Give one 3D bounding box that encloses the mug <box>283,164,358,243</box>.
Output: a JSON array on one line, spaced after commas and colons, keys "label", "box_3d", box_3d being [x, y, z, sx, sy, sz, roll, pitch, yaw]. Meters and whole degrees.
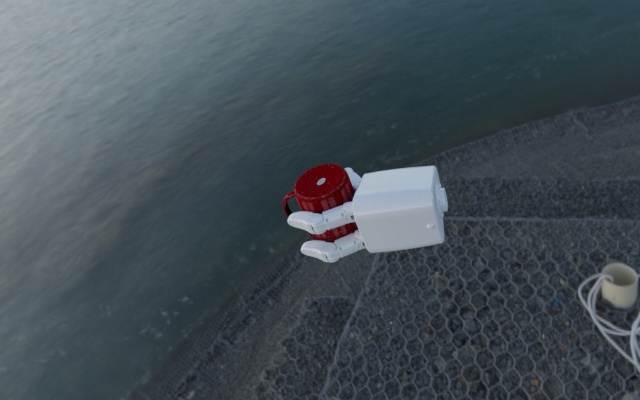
[{"label": "mug", "box_3d": [-0.001, 0.002, 0.702, 0.117, 0.082, 0.093, -8, 39, 19]}]
